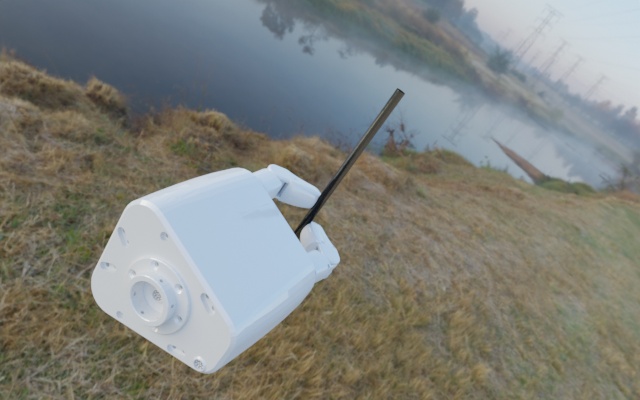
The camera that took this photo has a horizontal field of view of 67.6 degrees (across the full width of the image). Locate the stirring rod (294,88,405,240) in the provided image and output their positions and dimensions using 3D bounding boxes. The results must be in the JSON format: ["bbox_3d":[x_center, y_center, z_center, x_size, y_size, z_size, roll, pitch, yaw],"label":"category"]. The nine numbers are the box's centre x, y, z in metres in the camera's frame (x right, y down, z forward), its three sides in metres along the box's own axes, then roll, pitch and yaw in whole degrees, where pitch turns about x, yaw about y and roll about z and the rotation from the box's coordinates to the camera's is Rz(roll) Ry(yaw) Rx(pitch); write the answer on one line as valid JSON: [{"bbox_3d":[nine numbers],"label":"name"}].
[{"bbox_3d":[0.000,0.002,0.431,0.011,0.240,0.011,29,25,-15],"label":"stirring rod"}]
